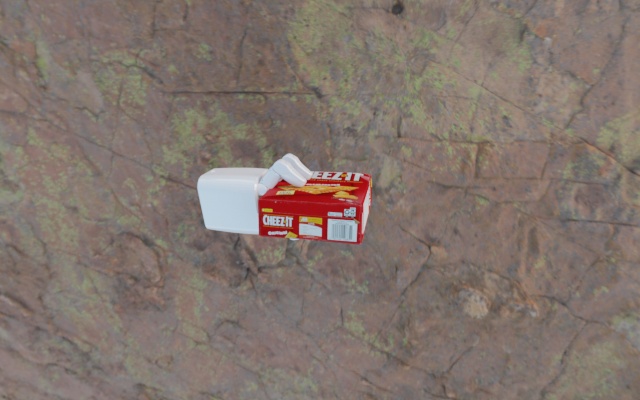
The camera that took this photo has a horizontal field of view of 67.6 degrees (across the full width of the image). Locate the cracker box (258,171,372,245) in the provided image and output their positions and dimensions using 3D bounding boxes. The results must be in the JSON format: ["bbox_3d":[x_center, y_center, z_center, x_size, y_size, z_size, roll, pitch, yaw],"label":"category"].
[{"bbox_3d":[0.000,0.003,0.824,0.164,0.072,0.213,4,17,9],"label":"cracker box"}]
